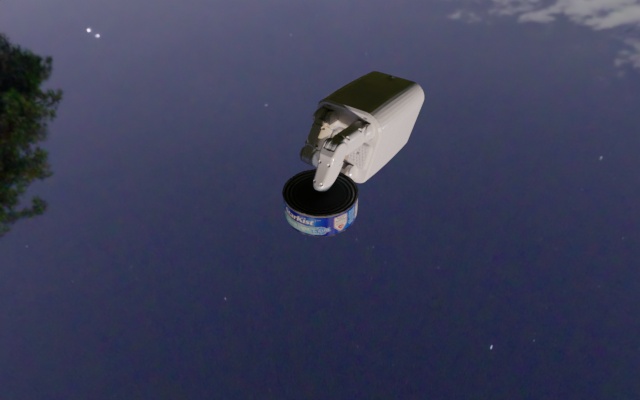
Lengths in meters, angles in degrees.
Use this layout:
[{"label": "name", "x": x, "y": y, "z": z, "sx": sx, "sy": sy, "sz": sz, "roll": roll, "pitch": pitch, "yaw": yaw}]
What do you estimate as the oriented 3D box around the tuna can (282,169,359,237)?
[{"label": "tuna can", "x": 0.000, "y": 0.002, "z": 0.546, "sx": 0.086, "sy": 0.034, "sz": 0.086, "roll": 0, "pitch": 40, "yaw": 0}]
